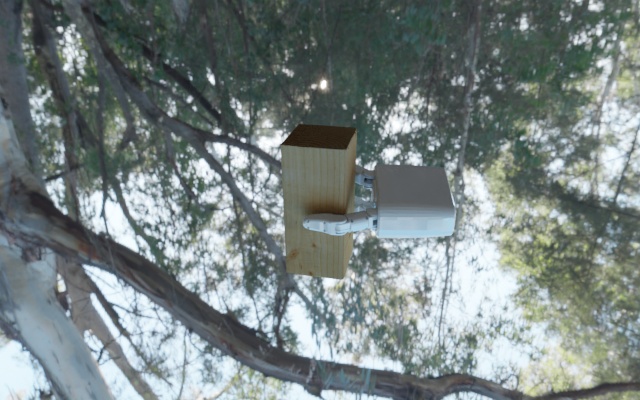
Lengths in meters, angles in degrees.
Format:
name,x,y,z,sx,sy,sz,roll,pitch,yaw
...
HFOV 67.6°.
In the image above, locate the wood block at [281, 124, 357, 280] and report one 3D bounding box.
name,x,y,z,sx,sy,sz,roll,pitch,yaw
wood block,0.000,0.003,0.700,0.090,0.206,0.090,6,28,12
